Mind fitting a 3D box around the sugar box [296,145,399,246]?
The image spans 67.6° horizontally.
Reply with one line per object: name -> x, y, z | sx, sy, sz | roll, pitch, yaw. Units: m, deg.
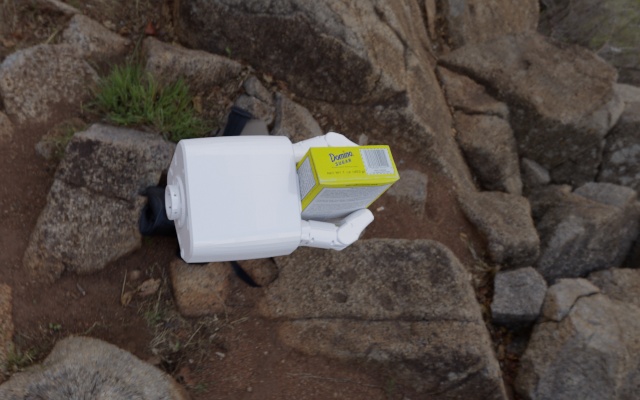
sugar box -> 0.000, 0.001, 0.525 | 0.093, 0.048, 0.176 | -3, -21, -28
